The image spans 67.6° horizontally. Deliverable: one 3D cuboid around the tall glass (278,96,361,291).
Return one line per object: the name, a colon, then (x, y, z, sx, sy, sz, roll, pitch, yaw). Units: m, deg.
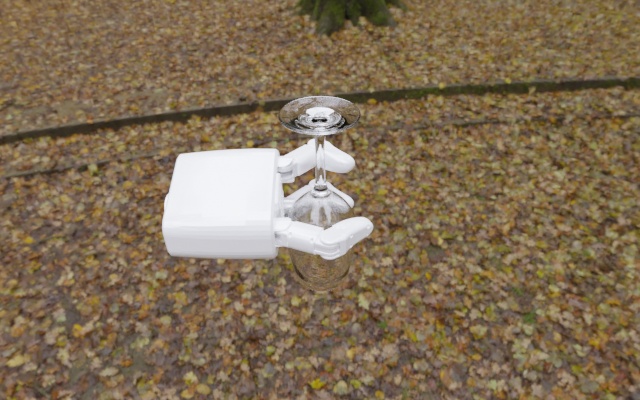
tall glass: (0.000, 0.001, 0.489, 0.079, 0.201, 0.079, -1, 36, 1)
